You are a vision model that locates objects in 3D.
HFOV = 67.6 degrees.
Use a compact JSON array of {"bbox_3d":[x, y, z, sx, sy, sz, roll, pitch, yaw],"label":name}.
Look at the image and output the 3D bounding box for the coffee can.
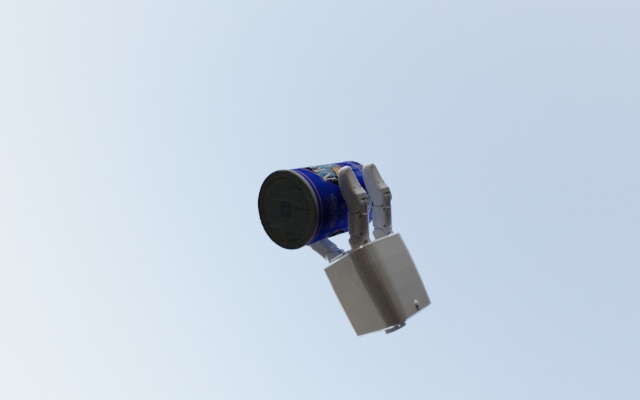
[{"bbox_3d":[0.000,0.002,0.650,0.103,0.103,0.140,0,8,41],"label":"coffee can"}]
